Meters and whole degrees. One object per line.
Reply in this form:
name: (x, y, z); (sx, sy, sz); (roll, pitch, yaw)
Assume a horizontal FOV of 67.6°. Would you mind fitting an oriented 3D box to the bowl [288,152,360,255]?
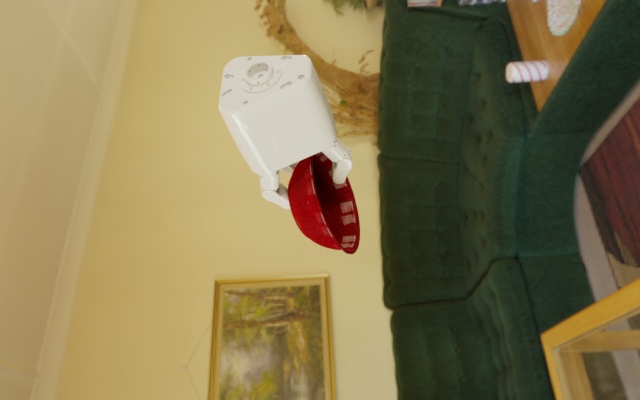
bowl: (0.000, 0.003, 0.663); (0.055, 0.162, 0.162); (-18, -6, 20)
